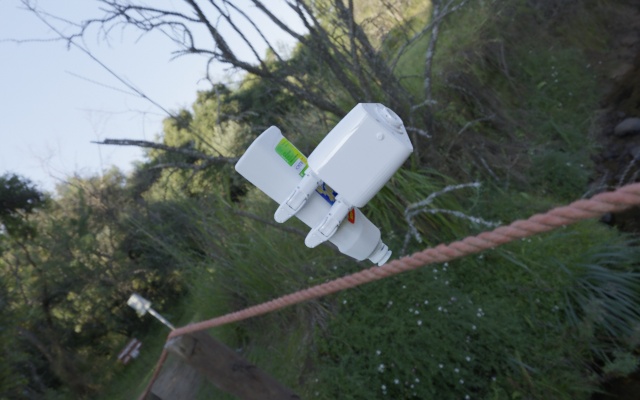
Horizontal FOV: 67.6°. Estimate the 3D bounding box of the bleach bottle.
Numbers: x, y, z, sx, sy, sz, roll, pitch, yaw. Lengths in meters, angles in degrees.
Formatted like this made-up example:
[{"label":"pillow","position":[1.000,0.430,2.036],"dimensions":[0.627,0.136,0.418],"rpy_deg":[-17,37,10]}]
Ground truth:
[{"label":"bleach bottle","position":[0.000,0.002,0.693],"dimensions":[0.251,0.068,0.102],"rpy_deg":[40,24,-6]}]
